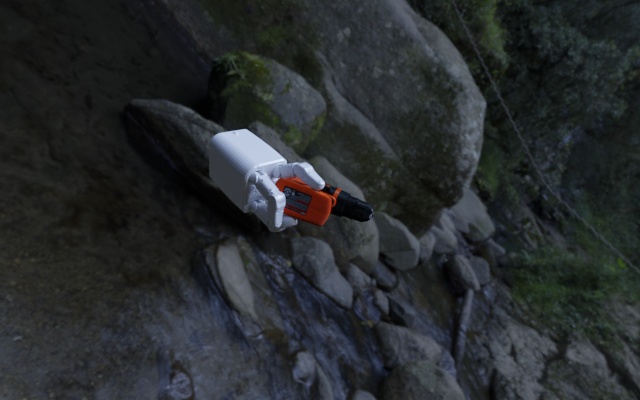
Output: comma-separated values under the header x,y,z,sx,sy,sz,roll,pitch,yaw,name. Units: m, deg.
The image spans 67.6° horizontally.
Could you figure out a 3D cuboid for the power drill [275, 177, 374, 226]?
x,y,z,sx,sy,sz,roll,pitch,yaw,name
0.000,0.003,0.868,0.184,0.057,0.187,19,7,11,power drill
